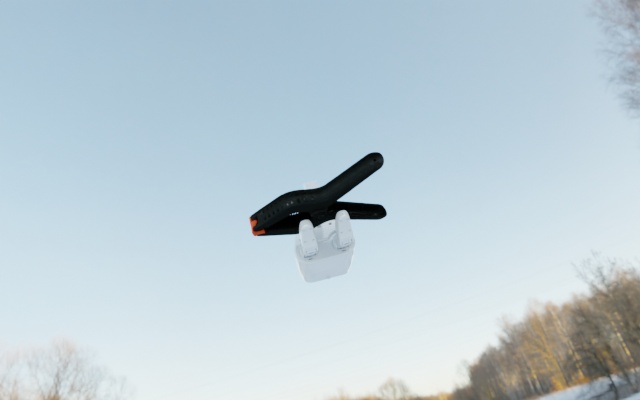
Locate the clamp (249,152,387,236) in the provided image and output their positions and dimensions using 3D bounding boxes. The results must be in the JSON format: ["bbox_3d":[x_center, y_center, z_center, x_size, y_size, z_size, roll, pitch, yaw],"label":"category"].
[{"bbox_3d":[-0.001,0.002,0.681,0.210,0.036,0.165,-13,-31,-6],"label":"clamp"}]
